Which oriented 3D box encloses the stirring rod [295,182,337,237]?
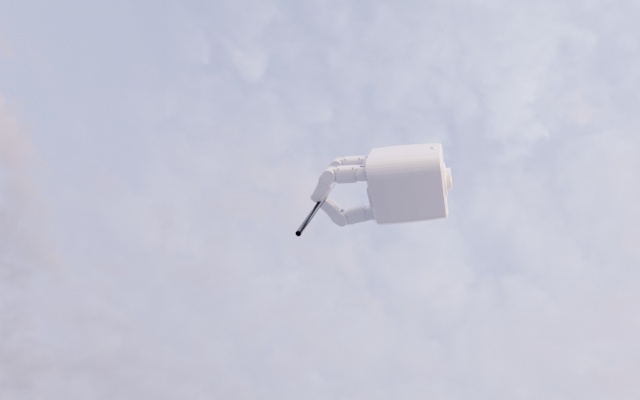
[{"bbox_3d":[0.000,0.002,0.719,0.011,0.011,0.239,0,19,15],"label":"stirring rod"}]
